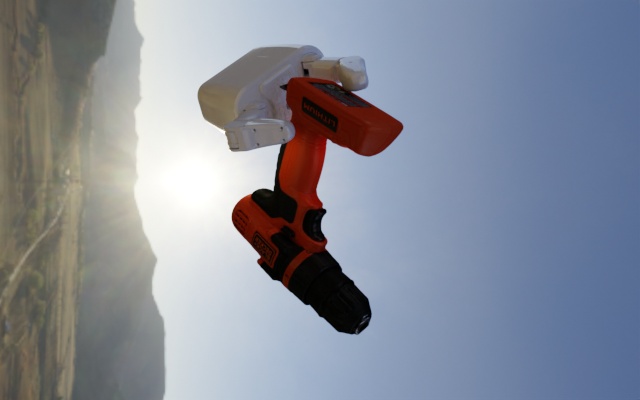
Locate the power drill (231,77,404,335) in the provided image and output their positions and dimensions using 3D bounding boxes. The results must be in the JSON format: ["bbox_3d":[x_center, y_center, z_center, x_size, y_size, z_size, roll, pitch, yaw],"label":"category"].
[{"bbox_3d":[0.000,0.001,0.423,0.184,0.188,0.057,39,31,31],"label":"power drill"}]
